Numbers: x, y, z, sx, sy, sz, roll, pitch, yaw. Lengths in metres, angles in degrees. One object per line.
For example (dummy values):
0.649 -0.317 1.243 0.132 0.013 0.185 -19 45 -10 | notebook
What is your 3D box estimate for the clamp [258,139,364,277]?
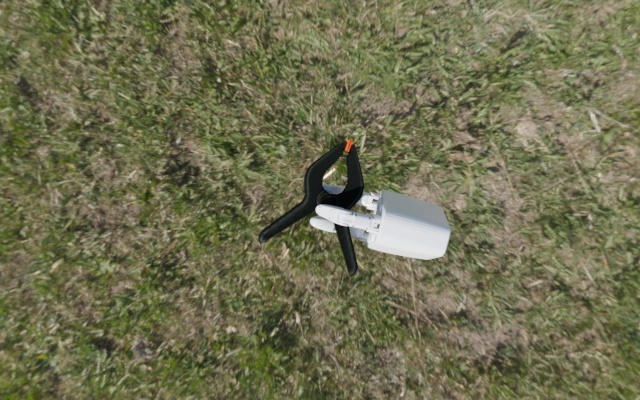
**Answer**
0.000 0.002 0.749 0.164 0.210 0.036 13 5 -3 | clamp
